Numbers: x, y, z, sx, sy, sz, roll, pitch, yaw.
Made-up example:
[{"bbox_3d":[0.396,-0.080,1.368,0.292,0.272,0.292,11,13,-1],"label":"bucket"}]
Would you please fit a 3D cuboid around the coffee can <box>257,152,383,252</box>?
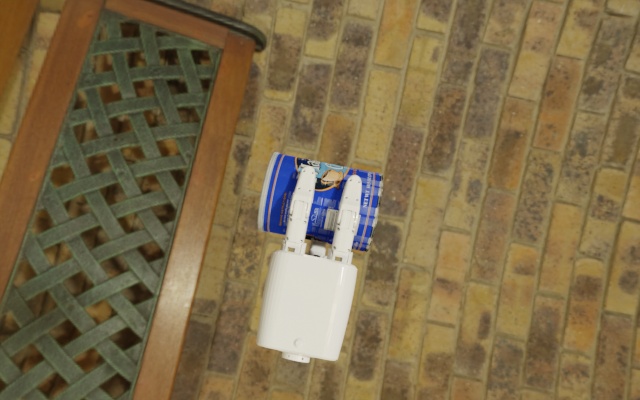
[{"bbox_3d":[0.000,0.002,0.608,0.140,0.103,0.103,11,0,1],"label":"coffee can"}]
